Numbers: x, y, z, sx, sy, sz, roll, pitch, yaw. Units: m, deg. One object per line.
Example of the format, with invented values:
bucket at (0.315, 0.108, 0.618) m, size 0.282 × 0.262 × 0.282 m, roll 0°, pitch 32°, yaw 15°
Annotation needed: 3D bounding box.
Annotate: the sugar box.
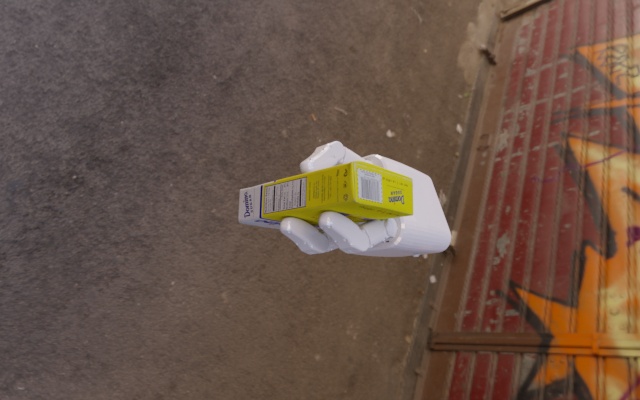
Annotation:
sugar box at (0.000, 0.002, 0.511) m, size 0.093 × 0.048 × 0.176 m, roll 13°, pitch -19°, yaw -43°
